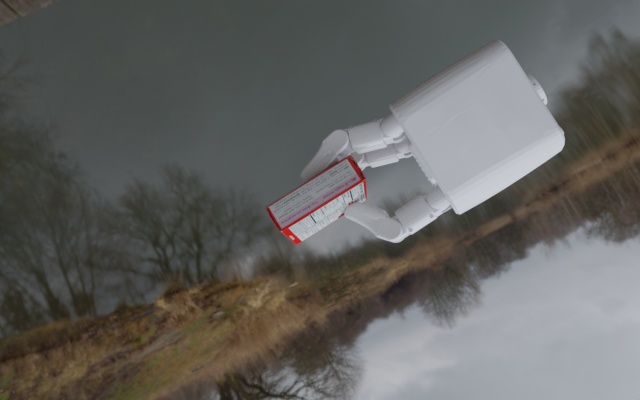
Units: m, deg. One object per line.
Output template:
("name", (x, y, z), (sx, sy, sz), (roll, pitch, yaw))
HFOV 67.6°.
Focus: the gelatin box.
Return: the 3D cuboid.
("gelatin box", (0.000, 0.002, 0.444), (0.089, 0.030, 0.073), (-33, -16, -1))
